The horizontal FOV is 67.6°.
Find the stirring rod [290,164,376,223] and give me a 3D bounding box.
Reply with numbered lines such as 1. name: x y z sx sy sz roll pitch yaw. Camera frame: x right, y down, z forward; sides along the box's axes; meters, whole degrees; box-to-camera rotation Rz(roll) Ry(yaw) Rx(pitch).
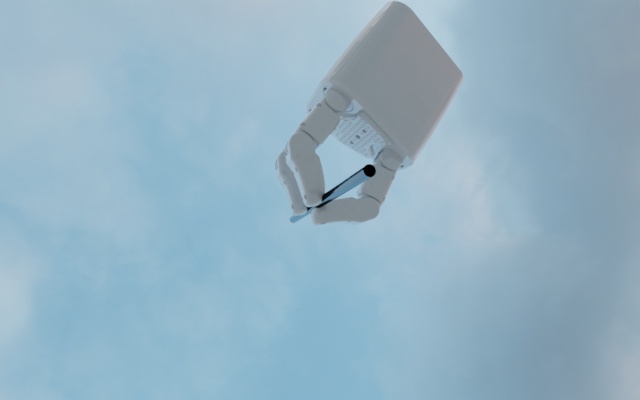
1. stirring rod: 0.000 0.001 0.401 0.011 0.011 0.239 0 -9 -14
